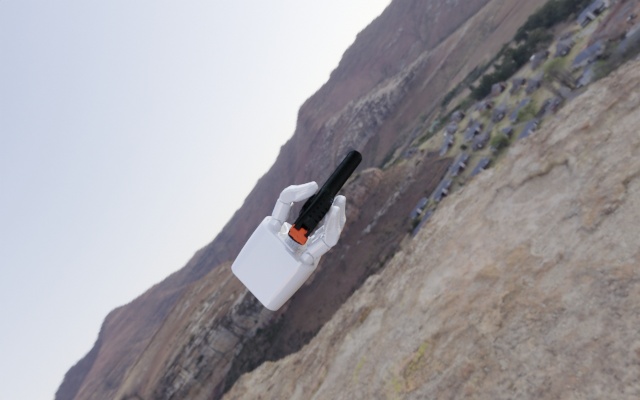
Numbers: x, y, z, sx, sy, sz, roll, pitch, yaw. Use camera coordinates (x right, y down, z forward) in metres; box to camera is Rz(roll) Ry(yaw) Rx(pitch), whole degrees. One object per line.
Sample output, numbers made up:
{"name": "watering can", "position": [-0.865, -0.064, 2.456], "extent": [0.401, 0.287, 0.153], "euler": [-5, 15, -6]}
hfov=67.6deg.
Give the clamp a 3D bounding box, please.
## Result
{"name": "clamp", "position": [-0.001, 0.002, 0.745], "extent": [0.036, 0.164, 0.210], "euler": [38, 21, -3]}
